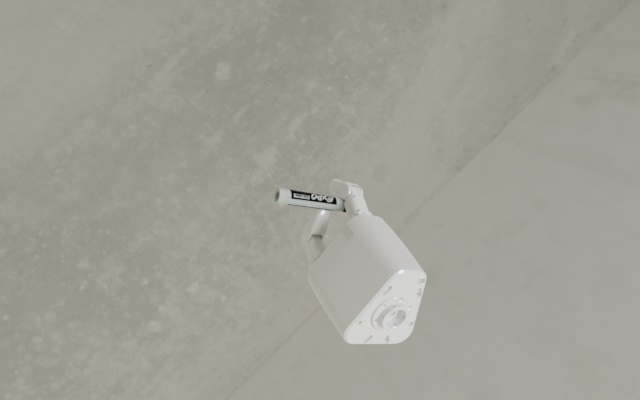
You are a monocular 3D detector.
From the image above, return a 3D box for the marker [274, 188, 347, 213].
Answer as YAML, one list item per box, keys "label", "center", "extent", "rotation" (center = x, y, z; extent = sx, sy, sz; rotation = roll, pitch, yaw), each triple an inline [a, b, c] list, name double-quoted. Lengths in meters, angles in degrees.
- label: "marker"
  center: [0.000, 0.002, 0.596]
  extent: [0.121, 0.020, 0.020]
  rotation: [9, -4, -29]
